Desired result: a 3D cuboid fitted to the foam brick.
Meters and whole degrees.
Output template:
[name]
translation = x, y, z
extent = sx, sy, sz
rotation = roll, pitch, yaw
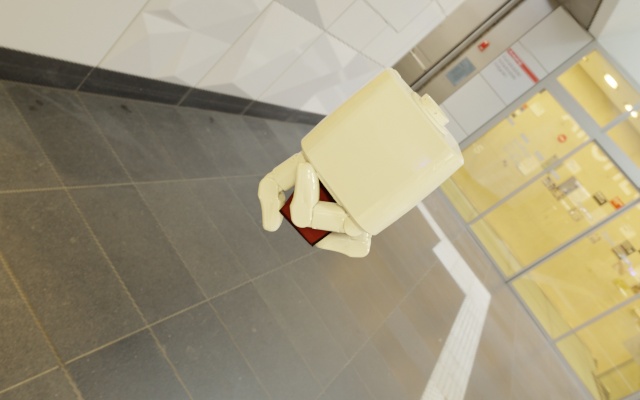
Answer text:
[foam brick]
translation = 0.000, 0.002, 0.502
extent = 0.051, 0.053, 0.078
rotation = -39, 9, 21
